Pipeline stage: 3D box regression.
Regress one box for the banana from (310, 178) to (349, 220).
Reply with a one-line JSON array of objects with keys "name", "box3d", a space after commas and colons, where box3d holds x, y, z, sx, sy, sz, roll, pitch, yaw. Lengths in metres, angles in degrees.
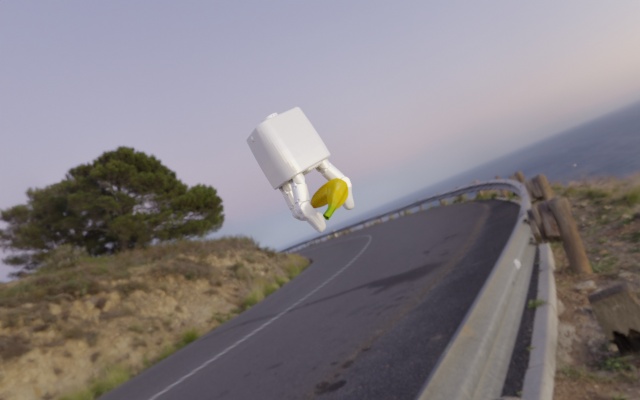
[{"name": "banana", "box3d": [0.015, -0.009, 0.822, 0.069, 0.037, 0.198, -41, 6, -2]}]
